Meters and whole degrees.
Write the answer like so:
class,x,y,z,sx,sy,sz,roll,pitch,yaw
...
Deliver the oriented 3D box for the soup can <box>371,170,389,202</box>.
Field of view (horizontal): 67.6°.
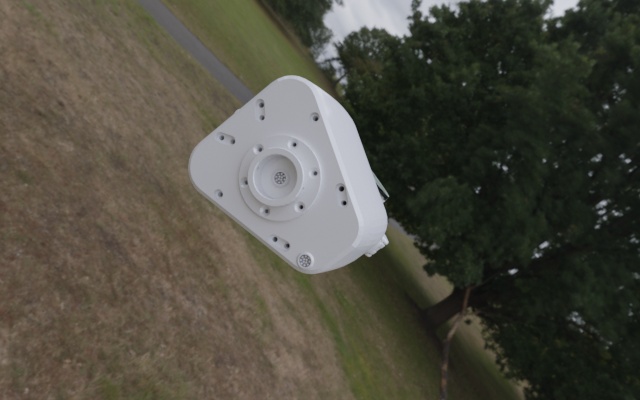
class,x,y,z,sx,sy,sz,roll,pitch,yaw
soup can,0.000,0.001,0.422,0.102,0.068,0.068,-37,-7,10
